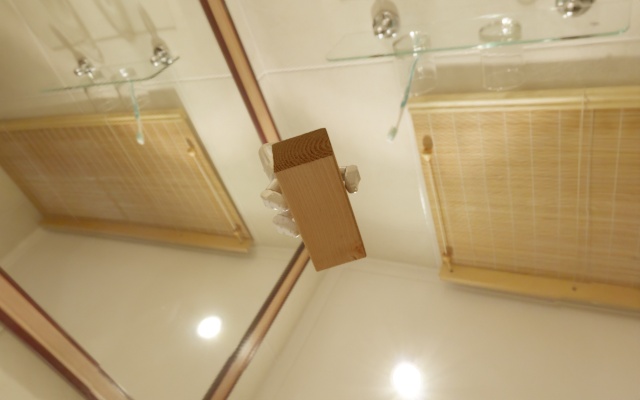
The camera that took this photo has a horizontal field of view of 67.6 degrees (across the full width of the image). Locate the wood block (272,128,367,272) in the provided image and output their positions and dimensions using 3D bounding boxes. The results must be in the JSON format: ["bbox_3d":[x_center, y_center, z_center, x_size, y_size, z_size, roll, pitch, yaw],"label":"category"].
[{"bbox_3d":[0.000,0.002,0.763,0.091,0.206,0.090,-18,35,4],"label":"wood block"}]
